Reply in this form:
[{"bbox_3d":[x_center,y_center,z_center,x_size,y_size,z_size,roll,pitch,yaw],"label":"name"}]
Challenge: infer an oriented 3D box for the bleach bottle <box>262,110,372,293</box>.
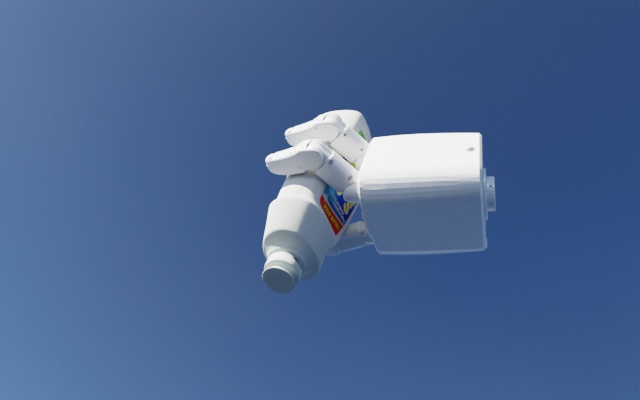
[{"bbox_3d":[0.000,0.001,0.489,0.068,0.103,0.250,-2,34,20],"label":"bleach bottle"}]
